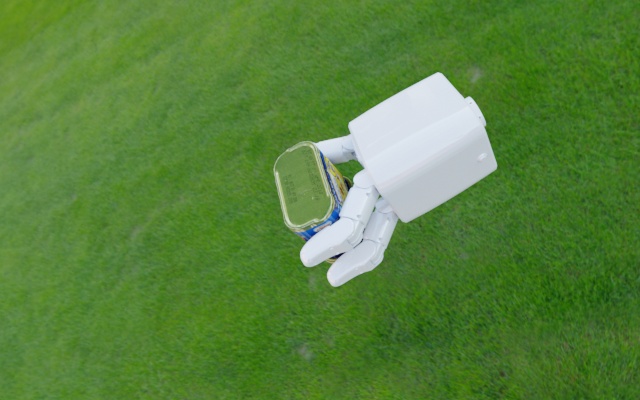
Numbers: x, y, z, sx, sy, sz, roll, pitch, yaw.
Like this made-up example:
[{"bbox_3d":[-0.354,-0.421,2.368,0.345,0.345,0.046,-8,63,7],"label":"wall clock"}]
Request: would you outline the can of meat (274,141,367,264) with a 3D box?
[{"bbox_3d":[0.000,0.001,0.485,0.057,0.102,0.084,-27,-36,15],"label":"can of meat"}]
